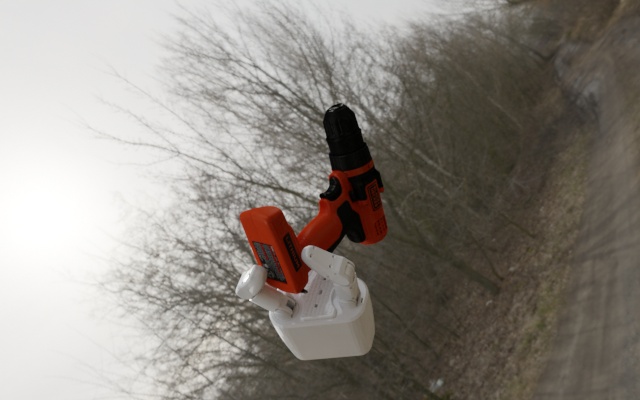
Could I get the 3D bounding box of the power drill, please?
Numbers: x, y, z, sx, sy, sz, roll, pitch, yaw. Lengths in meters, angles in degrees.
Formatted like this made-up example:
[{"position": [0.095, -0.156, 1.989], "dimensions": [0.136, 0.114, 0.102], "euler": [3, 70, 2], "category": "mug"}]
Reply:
[{"position": [0.000, 0.002, 0.549], "dimensions": [0.057, 0.184, 0.187], "euler": [5, 32, 47], "category": "power drill"}]
